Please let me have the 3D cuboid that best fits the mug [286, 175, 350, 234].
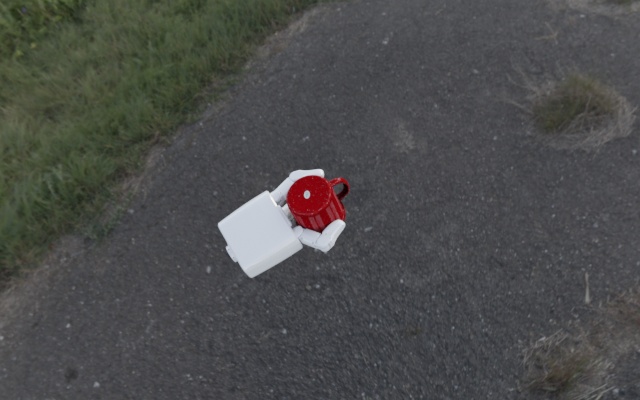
[{"bbox_3d":[0.001,0.002,0.825,0.117,0.093,0.081,-34,-33,-4],"label":"mug"}]
